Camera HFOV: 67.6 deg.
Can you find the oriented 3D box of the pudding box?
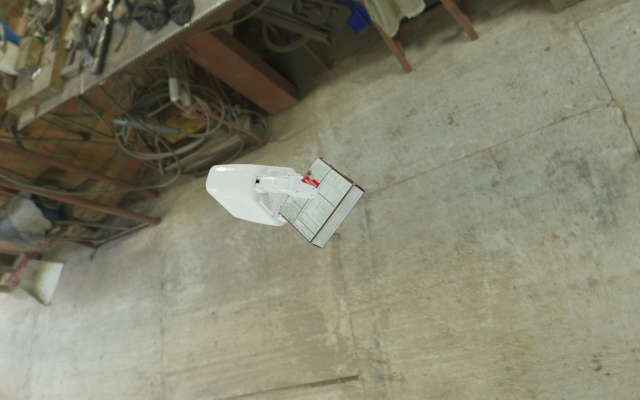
[{"bbox_3d":[0.000,0.002,0.728,0.090,0.113,0.039,41,9,37],"label":"pudding box"}]
